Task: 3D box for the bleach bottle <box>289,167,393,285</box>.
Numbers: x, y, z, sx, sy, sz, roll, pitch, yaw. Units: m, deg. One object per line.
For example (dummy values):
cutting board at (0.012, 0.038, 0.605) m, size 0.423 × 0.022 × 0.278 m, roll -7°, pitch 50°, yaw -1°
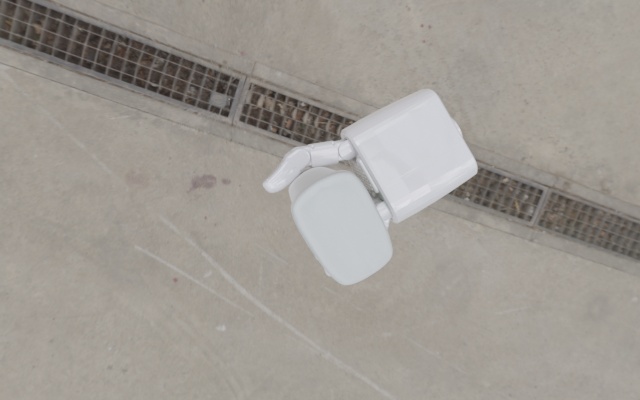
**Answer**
bleach bottle at (0.000, 0.002, 0.524) m, size 0.068 × 0.102 × 0.250 m, roll -31°, pitch 16°, yaw -3°
